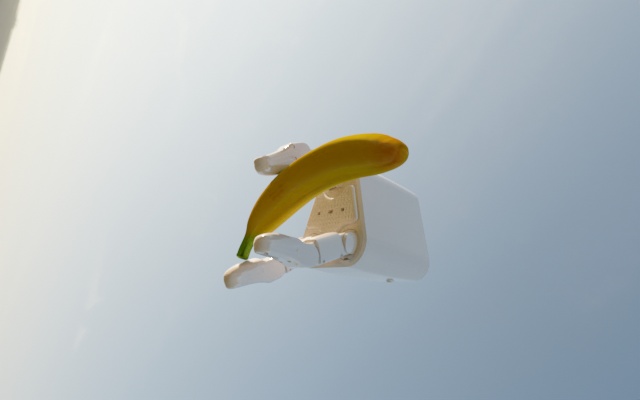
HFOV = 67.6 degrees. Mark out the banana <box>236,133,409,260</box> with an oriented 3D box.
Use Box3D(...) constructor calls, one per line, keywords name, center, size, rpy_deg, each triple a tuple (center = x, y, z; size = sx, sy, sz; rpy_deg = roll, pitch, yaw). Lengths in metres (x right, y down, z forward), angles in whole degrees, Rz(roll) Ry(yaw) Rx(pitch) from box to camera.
Box3D(name="banana", center=(-0.004, -0.013, 0.412), size=(0.037, 0.069, 0.198), rpy_deg=(23, -43, -37))
